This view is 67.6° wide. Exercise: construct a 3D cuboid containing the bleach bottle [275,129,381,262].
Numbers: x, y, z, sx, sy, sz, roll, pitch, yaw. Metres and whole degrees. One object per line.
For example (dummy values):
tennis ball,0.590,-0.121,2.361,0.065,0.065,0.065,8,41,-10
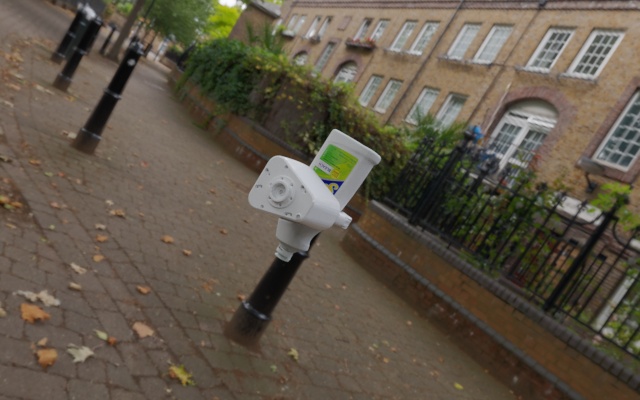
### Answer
bleach bottle,0.000,0.003,0.863,0.102,0.251,0.068,34,6,23
